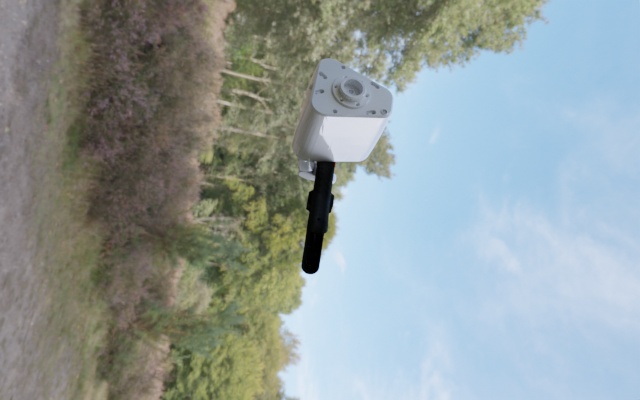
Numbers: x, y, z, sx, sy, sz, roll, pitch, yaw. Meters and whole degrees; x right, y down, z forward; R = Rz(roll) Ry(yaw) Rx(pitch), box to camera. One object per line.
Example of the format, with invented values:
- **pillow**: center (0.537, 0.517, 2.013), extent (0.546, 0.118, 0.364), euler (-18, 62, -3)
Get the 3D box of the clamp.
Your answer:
- **clamp**: center (0.001, 0.002, 0.641), extent (0.039, 0.171, 0.120), euler (10, -27, -7)
